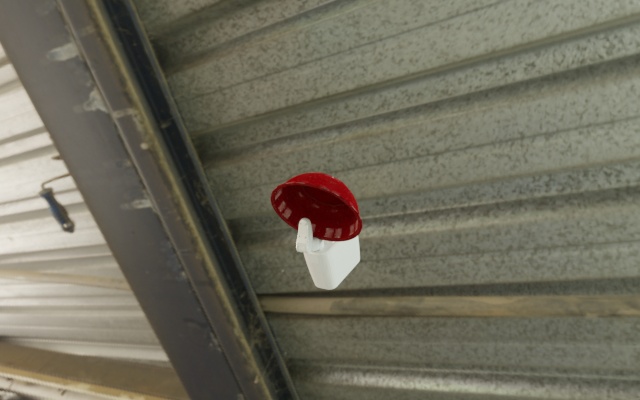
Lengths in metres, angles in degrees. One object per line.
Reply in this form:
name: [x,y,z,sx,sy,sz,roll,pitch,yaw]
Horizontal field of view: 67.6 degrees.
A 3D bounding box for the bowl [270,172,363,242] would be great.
bowl: [0.000,0.002,0.804,0.162,0.055,0.162,16,-32,10]
